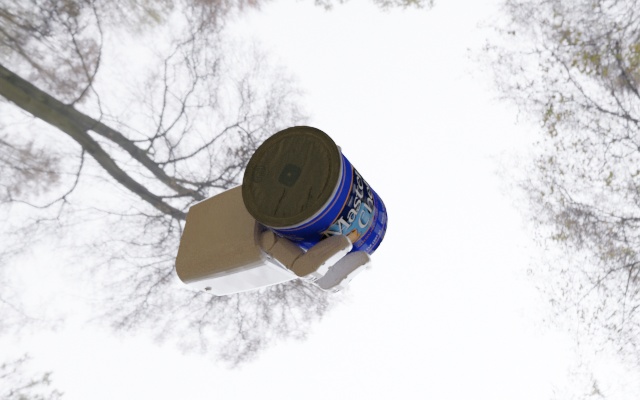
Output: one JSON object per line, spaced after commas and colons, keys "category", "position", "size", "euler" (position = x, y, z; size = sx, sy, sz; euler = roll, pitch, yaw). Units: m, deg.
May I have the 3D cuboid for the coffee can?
{"category": "coffee can", "position": [0.000, 0.001, 0.493], "size": [0.103, 0.102, 0.140], "euler": [0, -22, 27]}
